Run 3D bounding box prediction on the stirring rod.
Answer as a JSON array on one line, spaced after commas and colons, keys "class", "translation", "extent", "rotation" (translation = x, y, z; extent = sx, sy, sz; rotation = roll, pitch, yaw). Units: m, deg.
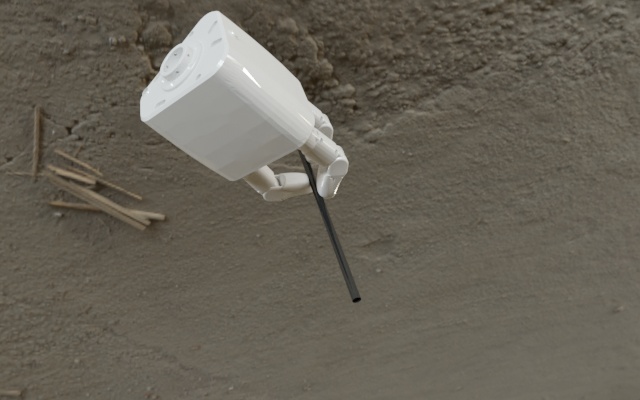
[{"class": "stirring rod", "translation": [0.000, 0.002, 0.488], "extent": [0.011, 0.011, 0.239], "rotation": [0, 44, -21]}]
